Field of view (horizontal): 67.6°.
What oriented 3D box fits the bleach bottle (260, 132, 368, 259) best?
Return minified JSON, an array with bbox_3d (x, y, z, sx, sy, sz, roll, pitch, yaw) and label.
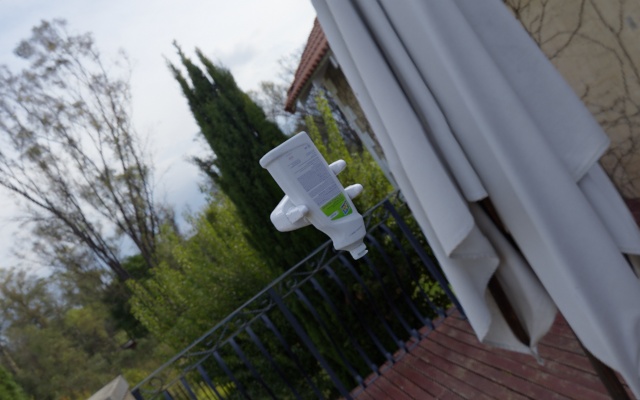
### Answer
[{"bbox_3d":[0.000,0.003,0.880,0.102,0.251,0.068,-36,4,-23],"label":"bleach bottle"}]
